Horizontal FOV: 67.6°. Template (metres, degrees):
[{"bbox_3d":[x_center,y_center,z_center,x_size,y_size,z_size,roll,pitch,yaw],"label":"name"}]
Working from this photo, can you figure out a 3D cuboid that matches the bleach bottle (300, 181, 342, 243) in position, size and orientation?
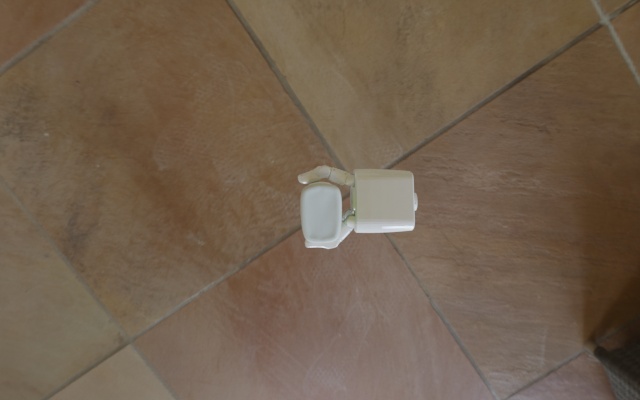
[{"bbox_3d":[0.000,0.003,0.894,0.068,0.102,0.250,-1,10,0],"label":"bleach bottle"}]
